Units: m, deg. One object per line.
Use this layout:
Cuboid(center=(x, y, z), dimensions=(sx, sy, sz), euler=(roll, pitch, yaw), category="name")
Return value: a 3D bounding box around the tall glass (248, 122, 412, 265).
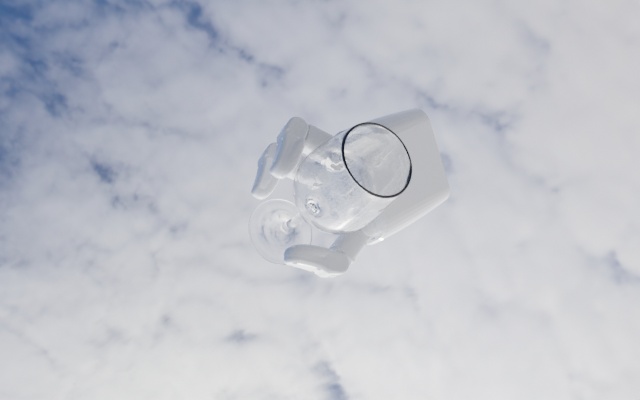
Cuboid(center=(0.000, 0.002, 0.438), dimensions=(0.079, 0.079, 0.201), euler=(0, -19, -27), category="tall glass")
